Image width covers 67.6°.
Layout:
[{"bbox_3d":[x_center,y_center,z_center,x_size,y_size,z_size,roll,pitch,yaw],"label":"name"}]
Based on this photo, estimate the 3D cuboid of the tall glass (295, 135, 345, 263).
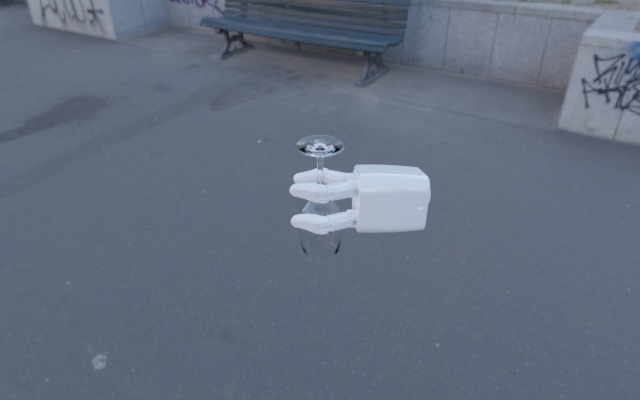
[{"bbox_3d":[0.000,0.002,0.765,0.079,0.201,0.079,0,31,0],"label":"tall glass"}]
